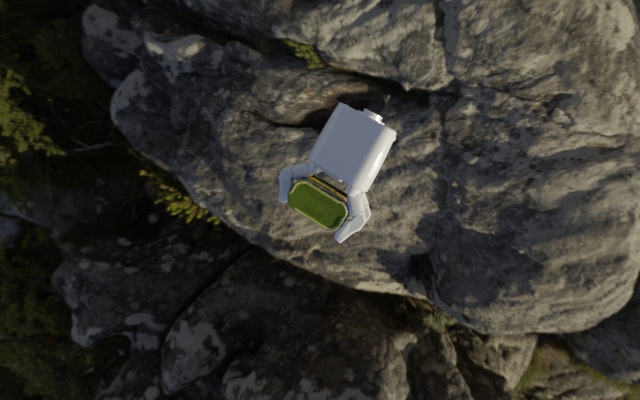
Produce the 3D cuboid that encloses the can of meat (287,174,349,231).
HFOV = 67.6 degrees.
[{"bbox_3d":[0.000,0.003,0.784,0.102,0.057,0.084,31,11,3],"label":"can of meat"}]
